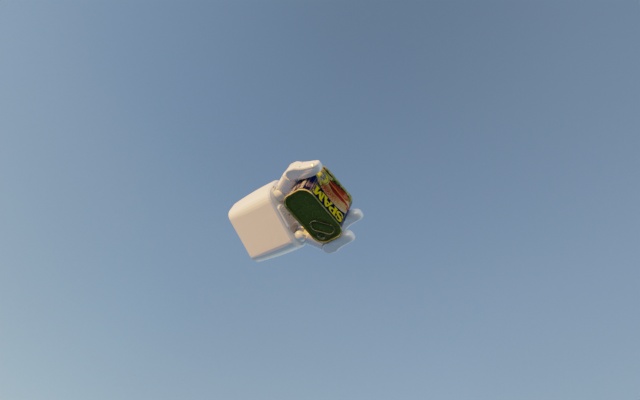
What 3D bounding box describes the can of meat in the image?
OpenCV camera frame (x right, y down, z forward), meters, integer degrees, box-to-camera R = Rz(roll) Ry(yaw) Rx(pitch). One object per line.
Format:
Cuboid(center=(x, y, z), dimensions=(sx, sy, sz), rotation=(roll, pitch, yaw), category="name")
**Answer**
Cuboid(center=(0.000, 0.002, 0.765), dimensions=(0.057, 0.102, 0.084), rotation=(-28, 21, 35), category="can of meat")
